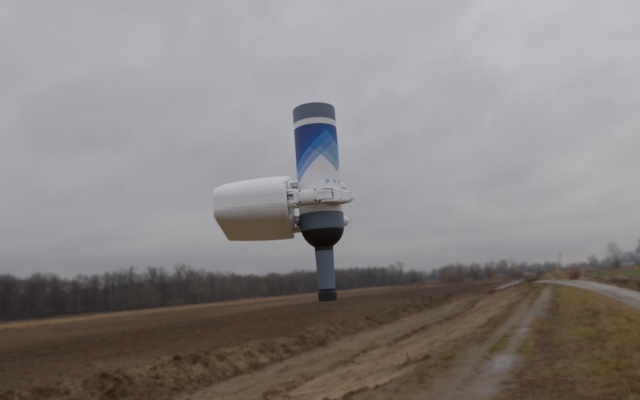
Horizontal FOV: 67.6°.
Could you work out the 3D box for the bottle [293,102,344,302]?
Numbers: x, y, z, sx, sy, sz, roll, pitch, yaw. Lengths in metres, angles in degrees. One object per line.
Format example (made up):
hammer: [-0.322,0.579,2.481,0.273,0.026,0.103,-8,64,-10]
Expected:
bottle: [0.000,0.002,0.724,0.069,0.295,0.069,-4,-10,-1]
